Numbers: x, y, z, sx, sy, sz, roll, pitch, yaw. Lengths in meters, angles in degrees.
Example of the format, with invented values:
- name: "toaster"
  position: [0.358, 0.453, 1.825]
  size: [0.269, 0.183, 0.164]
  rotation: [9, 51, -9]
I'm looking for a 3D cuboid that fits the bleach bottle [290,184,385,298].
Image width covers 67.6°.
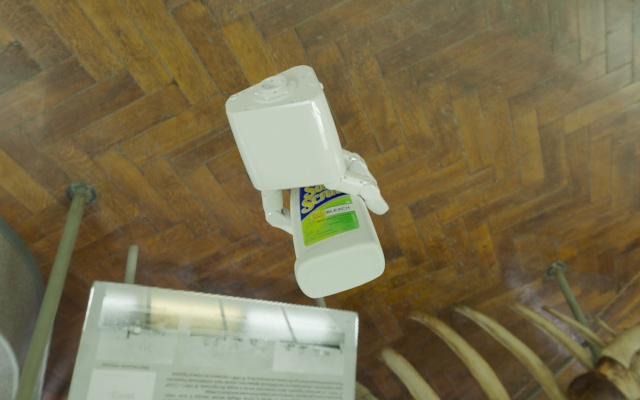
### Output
- name: "bleach bottle"
  position: [0.000, 0.002, 0.613]
  size: [0.102, 0.068, 0.250]
  rotation: [-18, 40, -1]
